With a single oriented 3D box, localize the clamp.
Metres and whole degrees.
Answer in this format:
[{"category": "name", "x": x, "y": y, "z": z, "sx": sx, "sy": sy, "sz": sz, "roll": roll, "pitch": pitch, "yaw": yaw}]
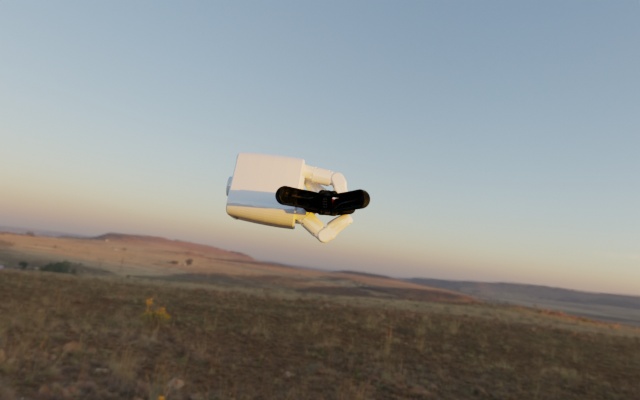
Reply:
[{"category": "clamp", "x": 0.000, "y": 0.002, "z": 0.673, "sx": 0.120, "sy": 0.039, "sz": 0.171, "roll": 9, "pitch": -8, "yaw": -1}]
